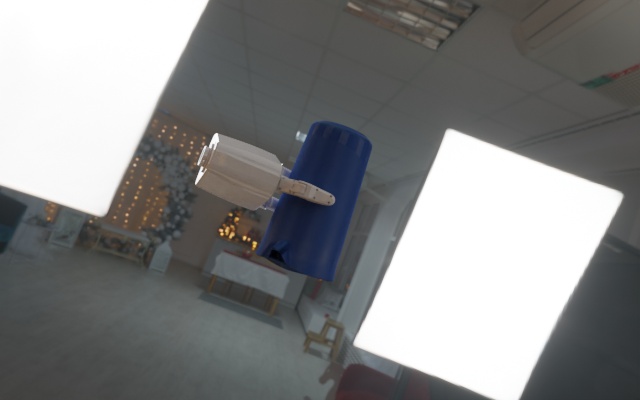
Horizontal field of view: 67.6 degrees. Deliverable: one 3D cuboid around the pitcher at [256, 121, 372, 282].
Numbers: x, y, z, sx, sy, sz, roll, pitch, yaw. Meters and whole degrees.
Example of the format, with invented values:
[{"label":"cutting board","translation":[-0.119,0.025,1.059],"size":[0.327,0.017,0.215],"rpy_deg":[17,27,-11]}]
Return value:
[{"label":"pitcher","translation":[0.000,0.003,0.788],"size":[0.145,0.243,0.149],"rpy_deg":[22,-4,-19]}]
